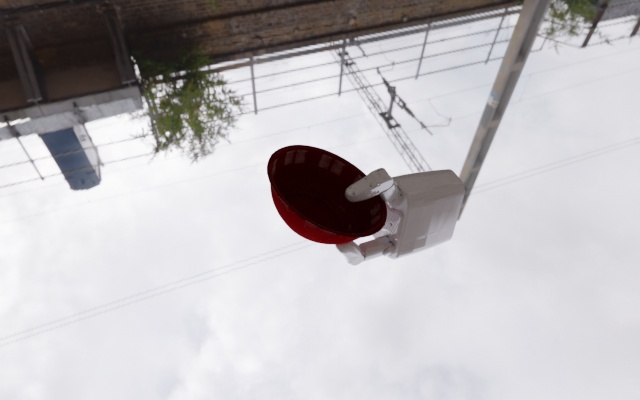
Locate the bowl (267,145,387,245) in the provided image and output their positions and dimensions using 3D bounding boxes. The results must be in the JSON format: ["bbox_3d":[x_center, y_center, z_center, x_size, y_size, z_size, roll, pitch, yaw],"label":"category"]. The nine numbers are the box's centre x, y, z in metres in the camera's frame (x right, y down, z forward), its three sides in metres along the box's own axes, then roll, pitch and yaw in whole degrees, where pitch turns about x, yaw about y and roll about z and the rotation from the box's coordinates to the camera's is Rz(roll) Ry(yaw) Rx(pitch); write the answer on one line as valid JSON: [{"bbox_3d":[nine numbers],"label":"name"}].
[{"bbox_3d":[-0.001,0.002,0.595,0.162,0.055,0.162,20,36,-16],"label":"bowl"}]
